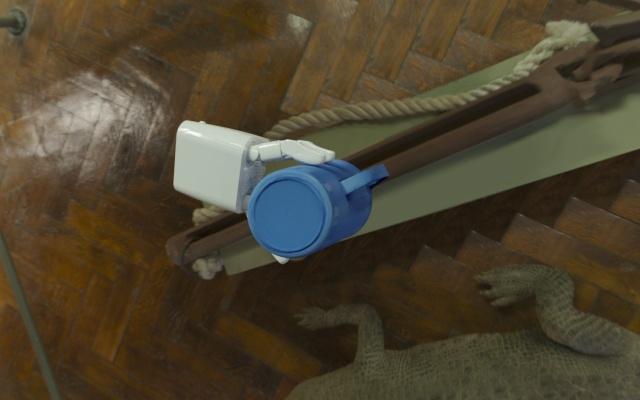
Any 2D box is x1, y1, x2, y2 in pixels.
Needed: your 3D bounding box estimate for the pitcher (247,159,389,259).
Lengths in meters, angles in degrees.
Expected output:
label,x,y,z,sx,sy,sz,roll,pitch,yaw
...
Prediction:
label,x,y,z,sx,sy,sz,roll,pitch,yaw
pitcher,0.000,0.002,0.671,0.145,0.149,0.243,20,9,12
